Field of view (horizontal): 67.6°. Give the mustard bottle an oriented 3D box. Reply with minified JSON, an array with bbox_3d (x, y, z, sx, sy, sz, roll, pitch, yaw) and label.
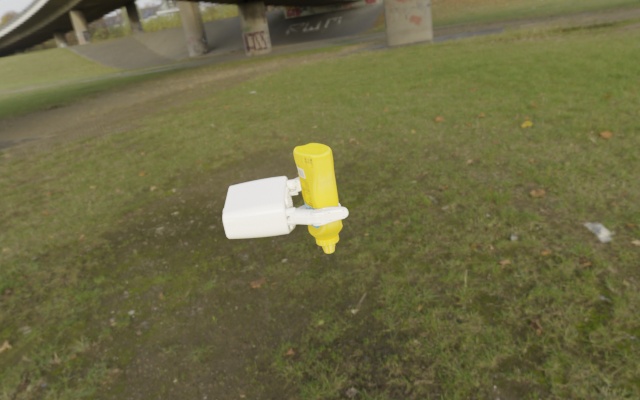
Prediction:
[{"bbox_3d":[0.000,0.002,0.821,0.058,0.192,0.096,-16,21,-18],"label":"mustard bottle"}]
